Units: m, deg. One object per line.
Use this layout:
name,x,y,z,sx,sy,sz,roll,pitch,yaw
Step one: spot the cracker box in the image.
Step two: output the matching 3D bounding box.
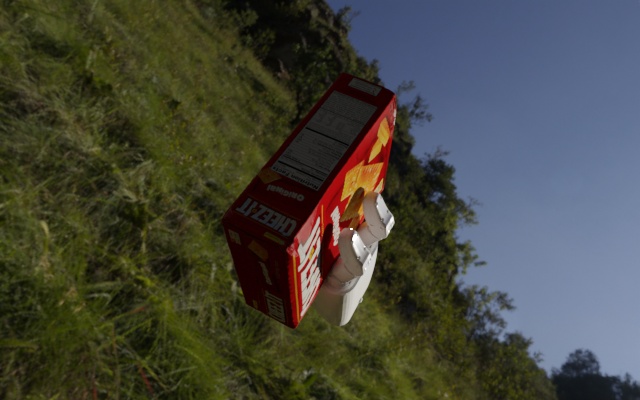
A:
cracker box,0.000,0.001,0.491,0.072,0.213,0.164,24,-33,17
